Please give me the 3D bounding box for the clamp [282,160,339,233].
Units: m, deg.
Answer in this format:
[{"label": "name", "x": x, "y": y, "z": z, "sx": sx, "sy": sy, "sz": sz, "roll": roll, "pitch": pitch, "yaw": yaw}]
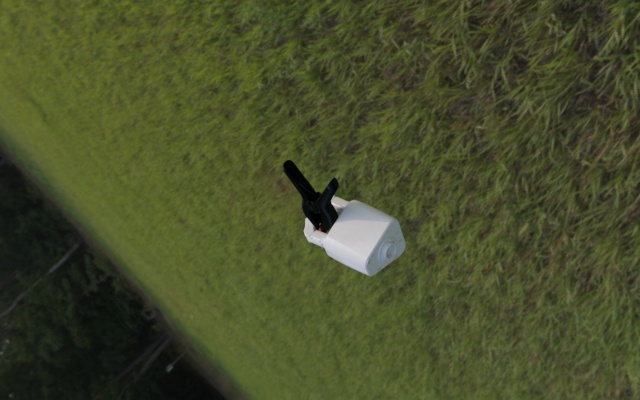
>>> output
[{"label": "clamp", "x": 0.000, "y": 0.003, "z": 0.888, "sx": 0.120, "sy": 0.172, "sz": 0.039, "roll": 24, "pitch": 59, "yaw": 42}]
